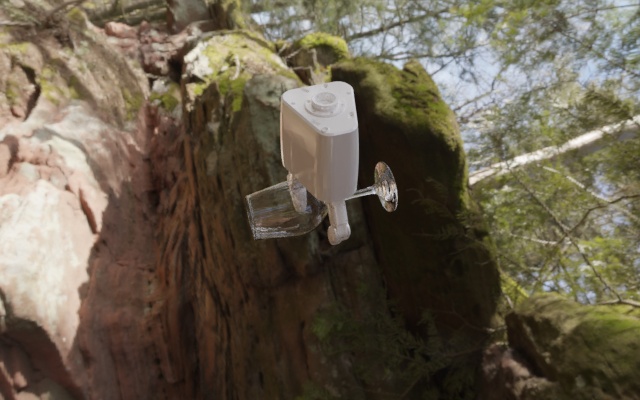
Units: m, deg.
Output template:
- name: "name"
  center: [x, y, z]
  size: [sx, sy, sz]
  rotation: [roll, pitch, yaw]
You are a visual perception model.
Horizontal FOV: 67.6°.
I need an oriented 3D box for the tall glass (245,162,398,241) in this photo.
- name: "tall glass"
  center: [0.001, 0.002, 0.664]
  size: [0.201, 0.079, 0.079]
  rotation: [-13, 3, -13]
